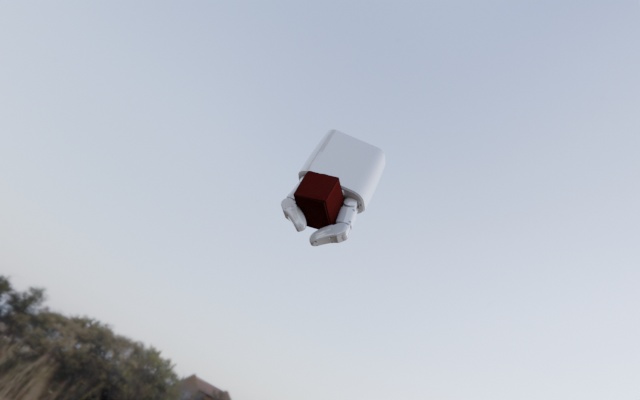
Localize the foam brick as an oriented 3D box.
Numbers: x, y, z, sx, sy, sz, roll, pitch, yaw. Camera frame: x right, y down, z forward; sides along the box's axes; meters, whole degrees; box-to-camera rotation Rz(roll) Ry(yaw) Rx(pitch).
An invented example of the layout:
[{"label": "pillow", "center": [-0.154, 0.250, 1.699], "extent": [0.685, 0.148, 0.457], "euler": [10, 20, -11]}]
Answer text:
[{"label": "foam brick", "center": [0.000, 0.002, 0.714], "extent": [0.053, 0.051, 0.078], "euler": [15, -34, 23]}]
